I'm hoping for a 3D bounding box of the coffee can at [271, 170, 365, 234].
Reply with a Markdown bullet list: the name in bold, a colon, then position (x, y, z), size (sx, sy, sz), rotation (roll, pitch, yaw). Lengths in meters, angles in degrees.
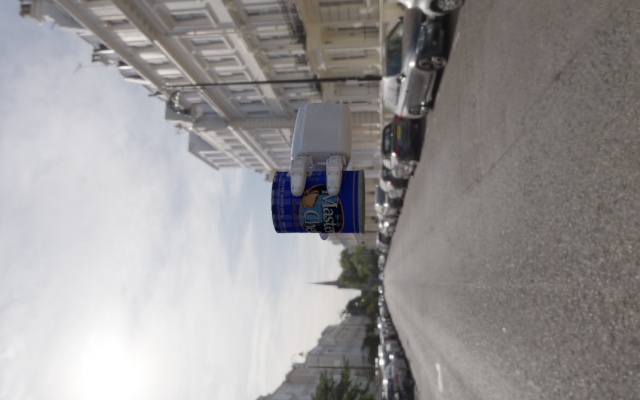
- **coffee can**: position (0.000, 0.003, 0.768), size (0.140, 0.103, 0.103), rotation (0, 0, 7)
